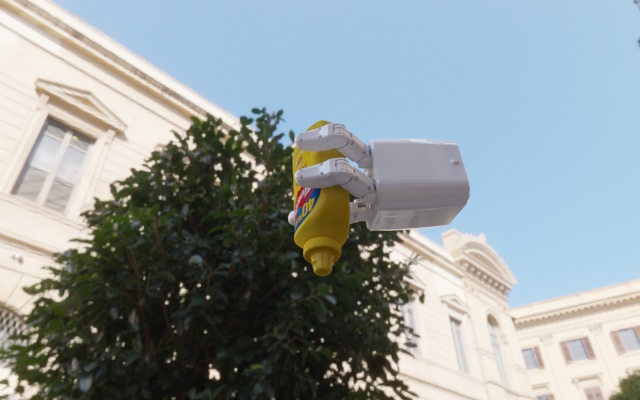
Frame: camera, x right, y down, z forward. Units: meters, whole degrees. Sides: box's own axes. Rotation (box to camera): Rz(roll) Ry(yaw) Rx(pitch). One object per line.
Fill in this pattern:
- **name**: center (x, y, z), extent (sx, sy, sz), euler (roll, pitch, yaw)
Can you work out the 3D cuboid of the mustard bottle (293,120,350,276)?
- **mustard bottle**: center (0.000, 0.002, 0.566), extent (0.058, 0.191, 0.096), euler (15, -42, -21)
